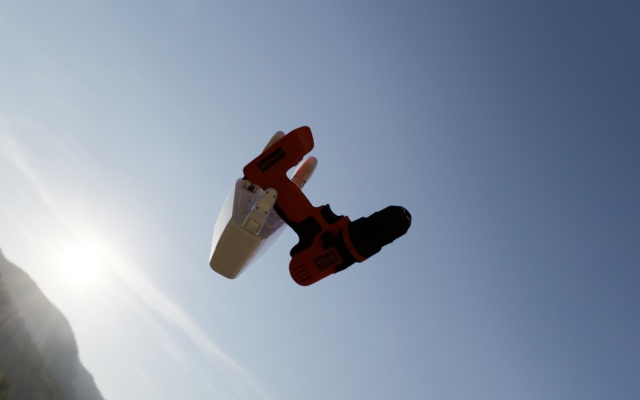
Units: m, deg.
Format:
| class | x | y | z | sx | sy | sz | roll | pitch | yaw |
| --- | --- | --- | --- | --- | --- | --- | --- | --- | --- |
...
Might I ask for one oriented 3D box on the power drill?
| class | x | y | z | sx | sy | sz | roll | pitch | yaw |
| --- | --- | --- | --- | --- | --- | --- | --- | --- | --- |
| power drill | 0.000 | 0.002 | 0.614 | 0.184 | 0.187 | 0.057 | -32 | -1 | 24 |
